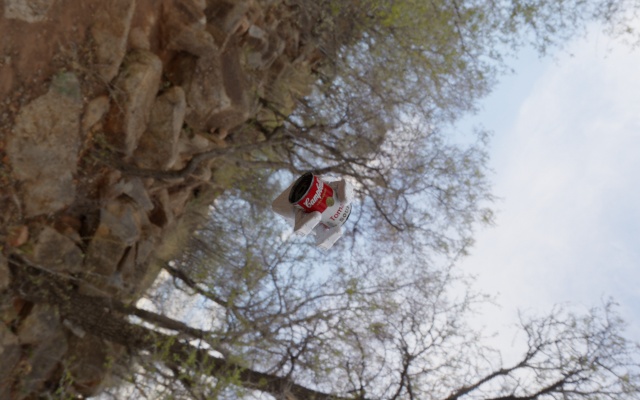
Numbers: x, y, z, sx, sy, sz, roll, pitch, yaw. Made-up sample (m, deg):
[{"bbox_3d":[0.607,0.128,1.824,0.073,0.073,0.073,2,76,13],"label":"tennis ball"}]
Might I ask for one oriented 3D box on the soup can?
[{"bbox_3d":[0.001,0.003,0.891,0.102,0.068,0.068,36,-18,-26],"label":"soup can"}]
